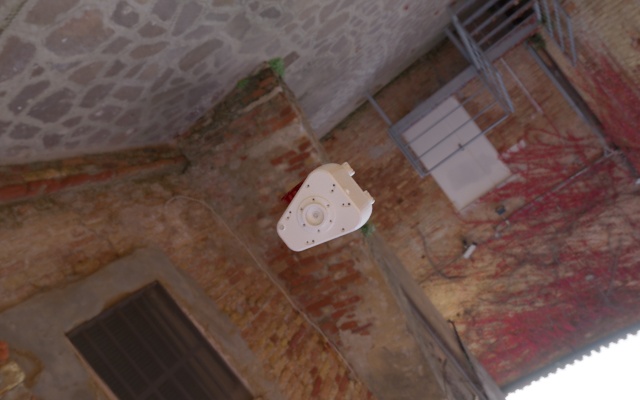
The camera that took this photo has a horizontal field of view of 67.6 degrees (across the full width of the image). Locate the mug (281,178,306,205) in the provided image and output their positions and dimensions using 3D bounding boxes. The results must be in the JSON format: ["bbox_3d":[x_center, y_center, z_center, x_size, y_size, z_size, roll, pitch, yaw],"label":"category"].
[{"bbox_3d":[0.001,0.003,0.776,0.093,0.081,0.117,-37,-2,14],"label":"mug"}]
